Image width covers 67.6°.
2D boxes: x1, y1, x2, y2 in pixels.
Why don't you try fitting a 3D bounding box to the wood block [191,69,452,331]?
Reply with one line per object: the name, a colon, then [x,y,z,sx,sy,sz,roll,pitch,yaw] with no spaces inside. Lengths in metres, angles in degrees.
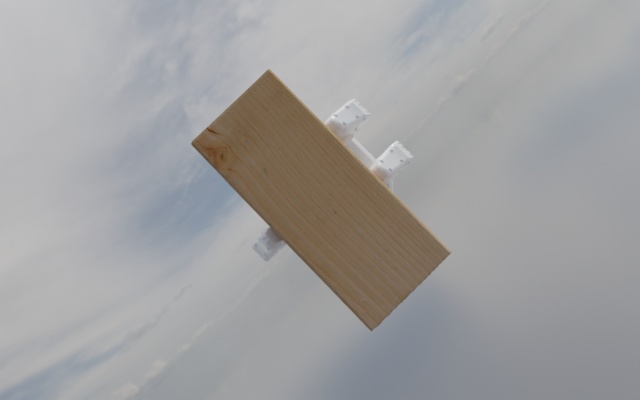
wood block: [0.000,0.002,0.417,0.091,0.206,0.090,-44,-4,-3]
